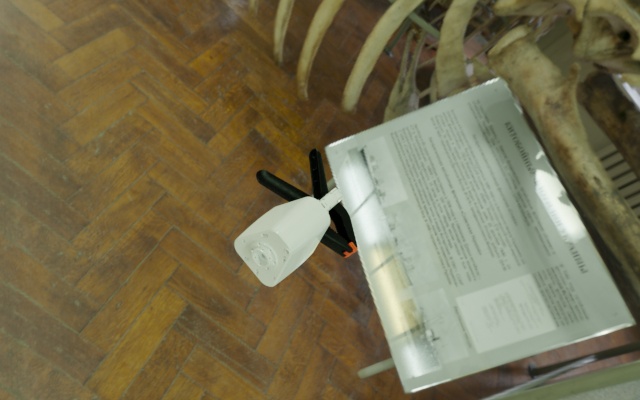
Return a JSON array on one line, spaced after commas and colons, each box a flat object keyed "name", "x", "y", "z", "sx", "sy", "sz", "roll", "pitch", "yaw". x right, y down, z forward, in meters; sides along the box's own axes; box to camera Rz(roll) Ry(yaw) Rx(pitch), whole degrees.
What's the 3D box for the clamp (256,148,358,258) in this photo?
[{"name": "clamp", "x": 0.001, "y": 0.003, "z": 0.846, "sx": 0.036, "sy": 0.210, "sz": 0.164, "roll": -39, "pitch": 0, "yaw": 42}]
